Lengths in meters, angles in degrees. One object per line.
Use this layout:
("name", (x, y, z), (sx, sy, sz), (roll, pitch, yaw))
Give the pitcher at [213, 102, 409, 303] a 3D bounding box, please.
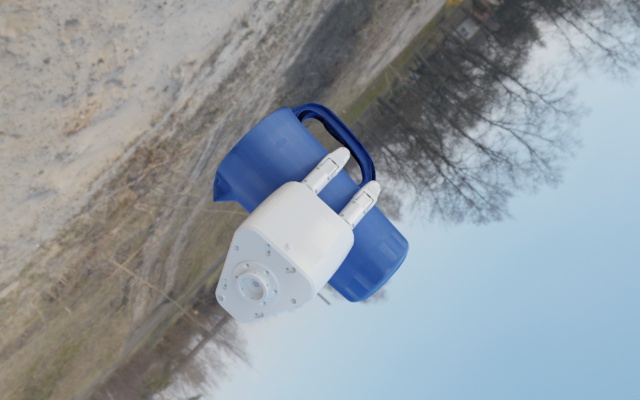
("pitcher", (0.000, 0.002, 0.606), (0.149, 0.243, 0.145), (-45, 1, 31))
